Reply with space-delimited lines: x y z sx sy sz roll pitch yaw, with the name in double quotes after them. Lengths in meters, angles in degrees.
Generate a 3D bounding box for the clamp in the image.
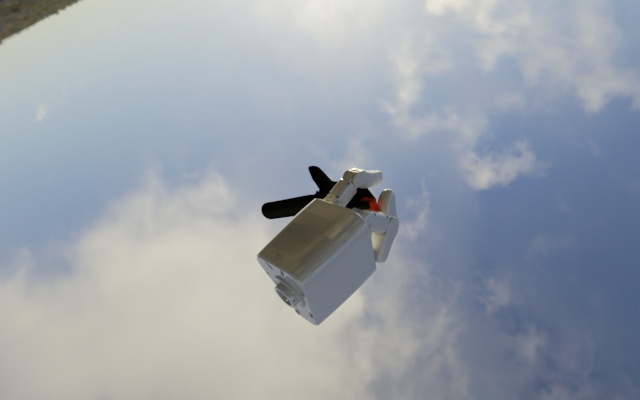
0.000 0.003 0.655 0.120 0.039 0.171 -42 34 -23 "clamp"
